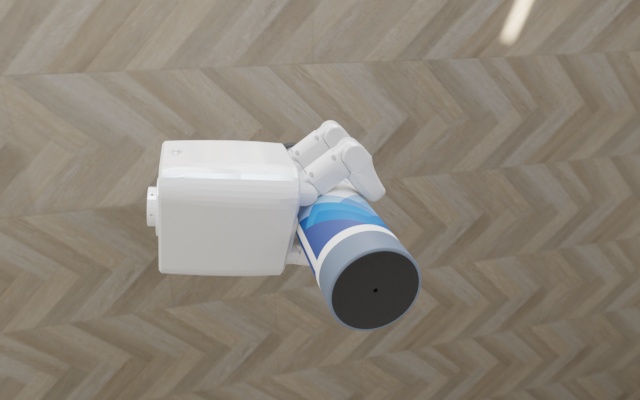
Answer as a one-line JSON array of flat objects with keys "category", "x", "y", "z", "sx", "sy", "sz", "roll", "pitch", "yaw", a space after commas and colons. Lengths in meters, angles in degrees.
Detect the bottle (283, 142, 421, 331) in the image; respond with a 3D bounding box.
[{"category": "bottle", "x": 0.000, "y": 0.002, "z": 0.447, "sx": 0.069, "sy": 0.069, "sz": 0.295, "roll": 0, "pitch": 24, "yaw": -16}]
